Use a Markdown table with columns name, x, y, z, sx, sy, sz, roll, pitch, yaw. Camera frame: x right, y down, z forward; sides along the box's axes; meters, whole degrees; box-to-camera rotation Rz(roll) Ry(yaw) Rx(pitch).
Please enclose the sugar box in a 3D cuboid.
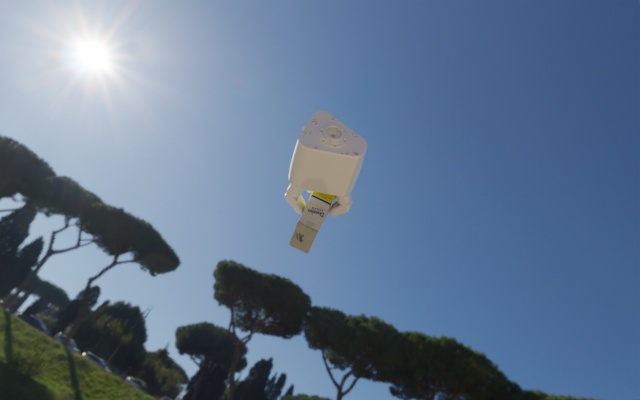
| name | x | y | z | sx | sy | sz | roll | pitch | yaw |
| --- | --- | --- | --- | --- | --- | --- | --- | --- | --- |
| sugar box | 0.000 | 0.003 | 0.893 | 0.048 | 0.176 | 0.093 | 27 | -34 | 3 |
